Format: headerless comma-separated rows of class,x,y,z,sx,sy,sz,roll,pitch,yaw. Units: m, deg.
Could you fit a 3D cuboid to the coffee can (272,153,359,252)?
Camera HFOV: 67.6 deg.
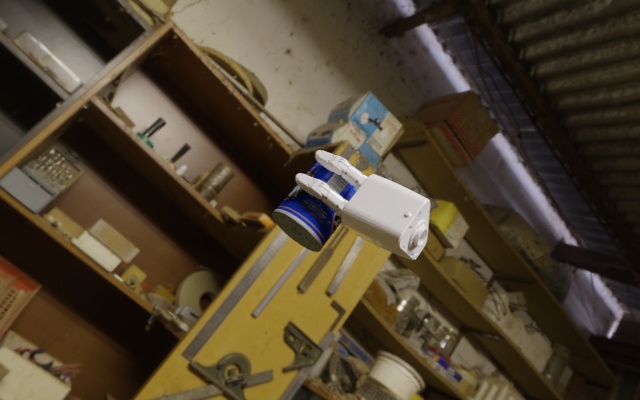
coffee can,0.000,0.003,0.822,0.103,0.140,0.103,33,-21,15
